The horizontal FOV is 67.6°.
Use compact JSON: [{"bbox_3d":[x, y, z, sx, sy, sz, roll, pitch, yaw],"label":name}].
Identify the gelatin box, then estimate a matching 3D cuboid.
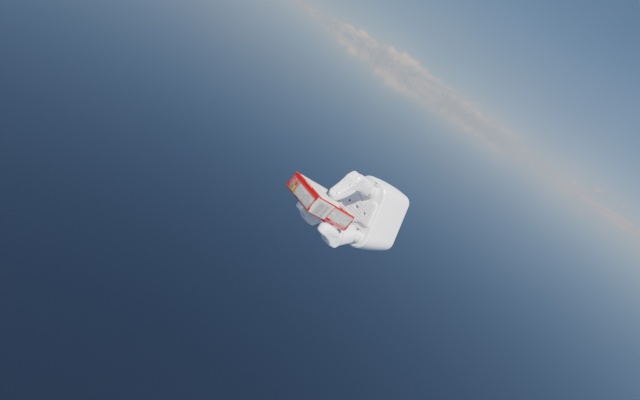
[{"bbox_3d":[0.000,0.002,0.708,0.089,0.030,0.073,30,14,-44],"label":"gelatin box"}]
